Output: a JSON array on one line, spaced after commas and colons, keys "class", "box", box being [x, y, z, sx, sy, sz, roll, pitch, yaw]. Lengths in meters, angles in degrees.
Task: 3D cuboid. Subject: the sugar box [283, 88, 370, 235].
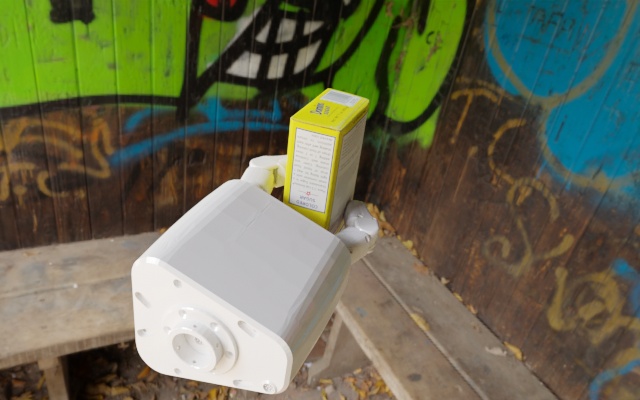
[{"class": "sugar box", "box": [0.000, 0.001, 0.418, 0.048, 0.176, 0.093, 18, 30, 12]}]
